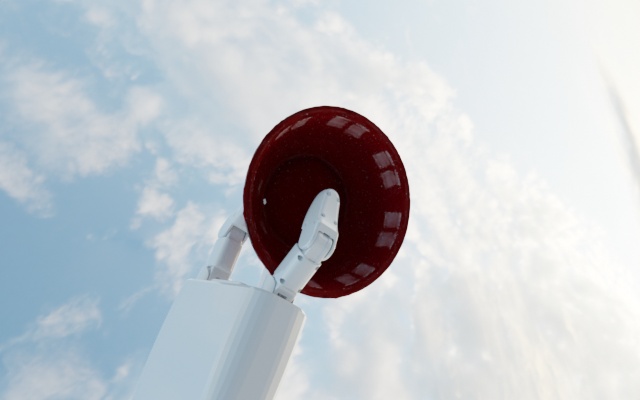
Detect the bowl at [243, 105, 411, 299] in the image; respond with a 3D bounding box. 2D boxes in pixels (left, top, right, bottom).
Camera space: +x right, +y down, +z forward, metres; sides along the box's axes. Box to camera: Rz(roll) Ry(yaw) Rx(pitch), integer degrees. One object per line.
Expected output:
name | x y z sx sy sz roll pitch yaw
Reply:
bowl | 0.001 0.000 0.422 0.162 0.162 0.055 0 0 -29
